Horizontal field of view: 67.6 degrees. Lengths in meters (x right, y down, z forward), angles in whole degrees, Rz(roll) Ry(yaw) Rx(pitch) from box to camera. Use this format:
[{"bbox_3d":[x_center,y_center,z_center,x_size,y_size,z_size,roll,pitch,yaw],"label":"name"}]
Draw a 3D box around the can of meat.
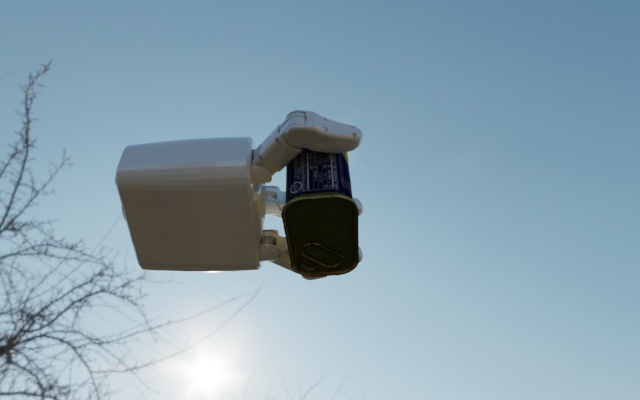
[{"bbox_3d":[0.000,0.001,0.403,0.057,0.083,0.102,-4,-42,1],"label":"can of meat"}]
